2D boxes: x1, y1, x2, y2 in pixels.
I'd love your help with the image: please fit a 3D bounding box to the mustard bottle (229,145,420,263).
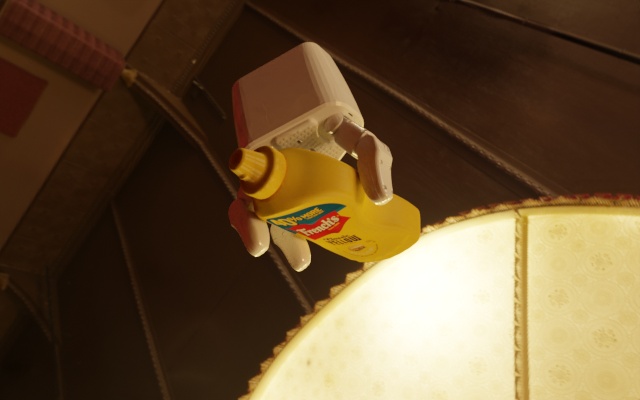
[{"bbox_3d":[0.000,0.002,0.414,0.096,0.058,0.192,-15,-30,38],"label":"mustard bottle"}]
